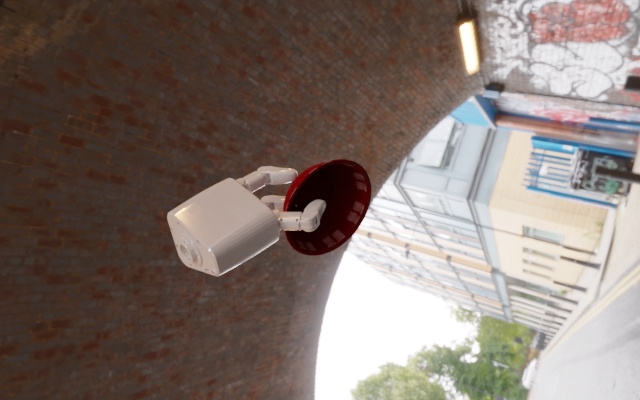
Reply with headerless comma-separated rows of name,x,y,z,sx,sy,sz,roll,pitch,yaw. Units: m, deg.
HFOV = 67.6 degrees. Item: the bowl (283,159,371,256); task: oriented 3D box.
bowl,0.001,0.002,0.737,0.162,0.162,0.055,0,25,-38
